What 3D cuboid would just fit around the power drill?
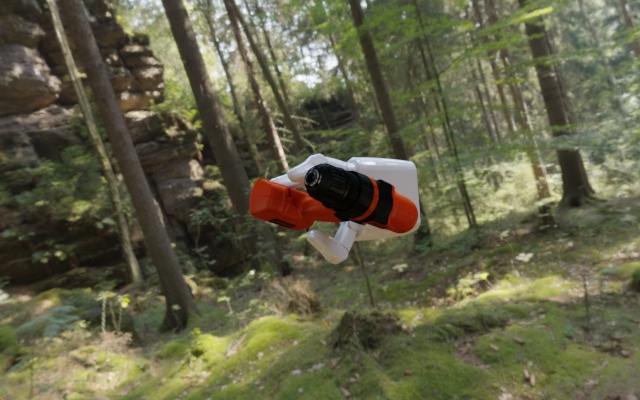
[{"bbox_3d":[0.000,0.002,0.586,0.187,0.057,0.184,0,-16,43],"label":"power drill"}]
